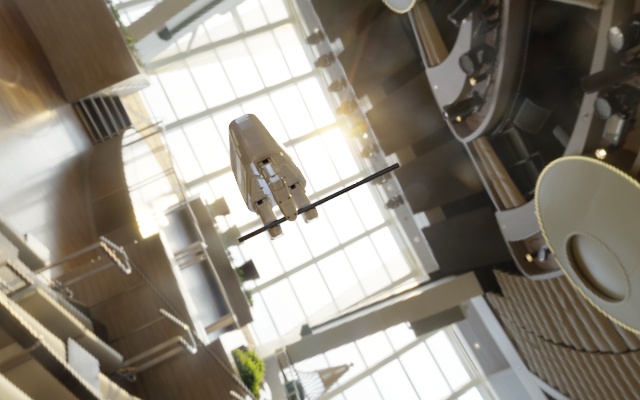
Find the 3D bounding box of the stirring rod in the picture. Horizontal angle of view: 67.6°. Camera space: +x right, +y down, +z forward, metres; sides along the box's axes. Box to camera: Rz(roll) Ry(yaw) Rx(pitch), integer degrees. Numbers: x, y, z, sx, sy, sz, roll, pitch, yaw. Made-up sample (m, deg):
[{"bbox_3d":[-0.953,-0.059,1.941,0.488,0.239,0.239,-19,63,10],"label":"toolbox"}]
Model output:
[{"bbox_3d":[0.000,0.002,0.645,0.239,0.011,0.011,-25,3,-8],"label":"stirring rod"}]
